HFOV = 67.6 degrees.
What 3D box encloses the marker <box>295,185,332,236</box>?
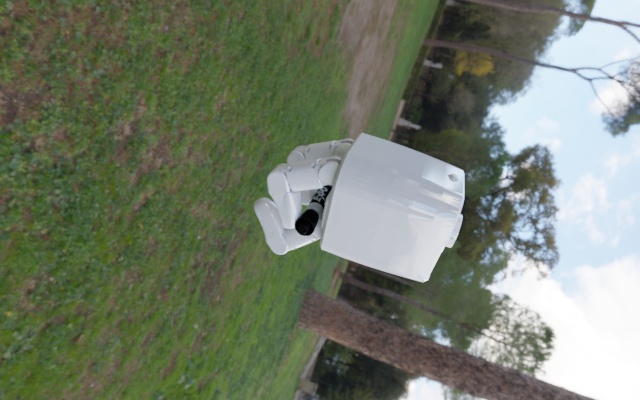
[{"bbox_3d":[0.000,0.002,0.480,0.020,0.020,0.121,0,24,17],"label":"marker"}]
